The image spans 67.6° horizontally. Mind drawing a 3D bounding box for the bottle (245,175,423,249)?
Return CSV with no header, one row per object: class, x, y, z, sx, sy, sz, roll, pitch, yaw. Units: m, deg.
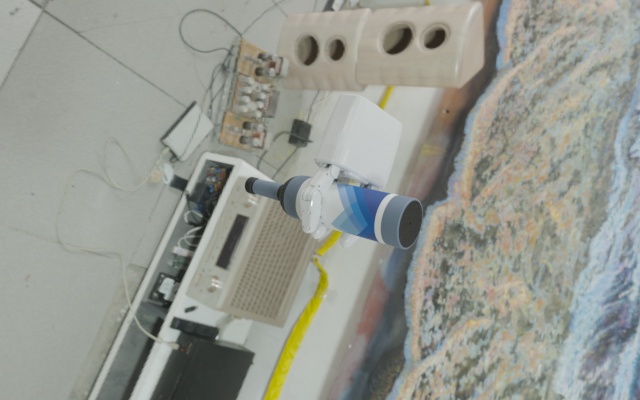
bottle,0.000,0.002,0.694,0.295,0.069,0.069,14,8,37
